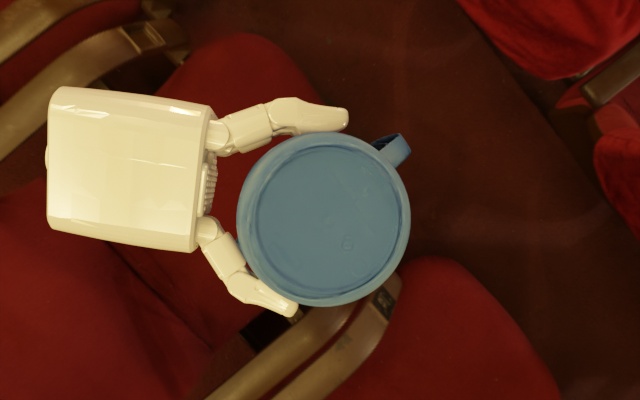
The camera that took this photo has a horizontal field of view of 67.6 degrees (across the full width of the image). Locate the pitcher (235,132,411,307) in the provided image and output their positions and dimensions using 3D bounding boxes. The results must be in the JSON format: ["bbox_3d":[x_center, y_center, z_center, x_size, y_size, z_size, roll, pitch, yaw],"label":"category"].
[{"bbox_3d":[0.000,0.001,0.402,0.145,0.149,0.243,11,1,-6],"label":"pitcher"}]
